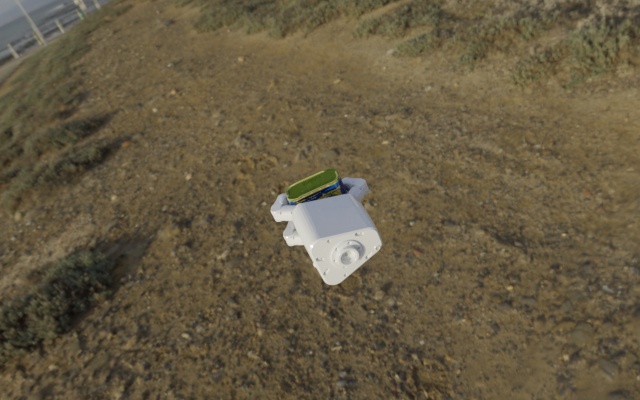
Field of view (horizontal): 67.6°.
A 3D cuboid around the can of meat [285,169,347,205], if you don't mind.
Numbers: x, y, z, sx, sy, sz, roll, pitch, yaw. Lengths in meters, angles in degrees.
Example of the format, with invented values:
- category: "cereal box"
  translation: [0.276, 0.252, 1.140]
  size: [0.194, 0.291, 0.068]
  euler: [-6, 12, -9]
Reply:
- category: "can of meat"
  translation: [0.000, 0.002, 0.822]
  size: [0.102, 0.084, 0.057]
  euler: [-25, 32, 0]
